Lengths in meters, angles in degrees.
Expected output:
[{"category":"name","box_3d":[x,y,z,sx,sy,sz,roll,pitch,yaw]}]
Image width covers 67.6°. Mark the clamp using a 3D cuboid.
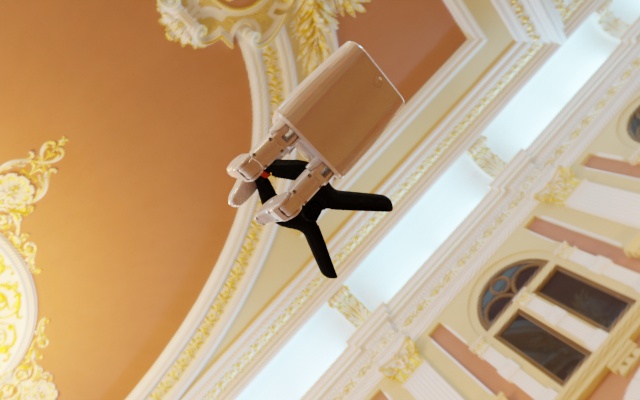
[{"category":"clamp","box_3d":[0.000,0.002,0.547,0.171,0.120,0.039,45,-2,-25]}]
